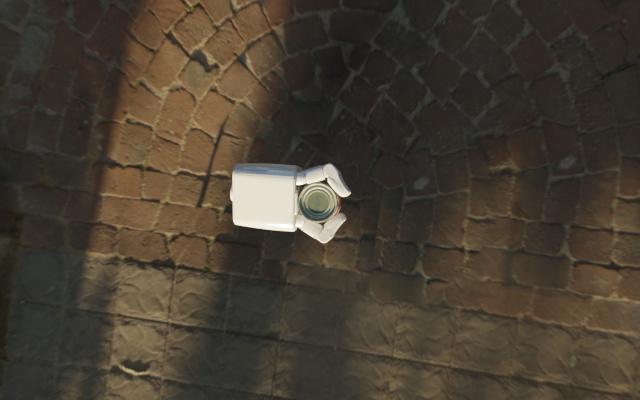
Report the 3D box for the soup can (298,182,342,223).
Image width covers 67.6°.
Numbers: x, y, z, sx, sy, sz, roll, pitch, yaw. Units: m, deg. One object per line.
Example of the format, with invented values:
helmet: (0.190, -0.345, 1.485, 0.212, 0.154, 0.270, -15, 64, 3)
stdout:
soup can: (0.001, 0.003, 0.824, 0.068, 0.068, 0.102, 0, 0, 6)
